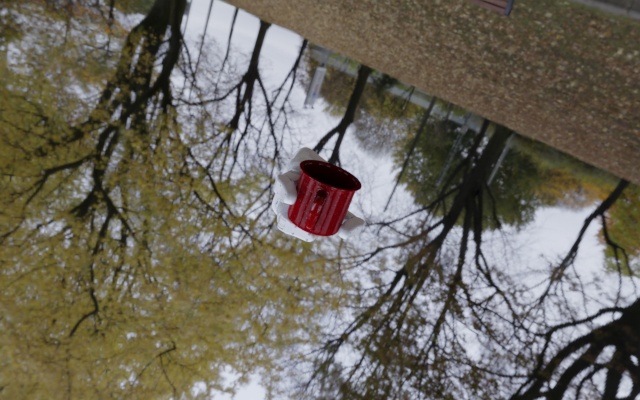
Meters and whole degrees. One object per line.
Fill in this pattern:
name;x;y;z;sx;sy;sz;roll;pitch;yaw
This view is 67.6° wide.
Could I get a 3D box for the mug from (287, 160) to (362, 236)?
mug;0.000;0.003;0.675;0.093;0.081;0.117;21;23;0
